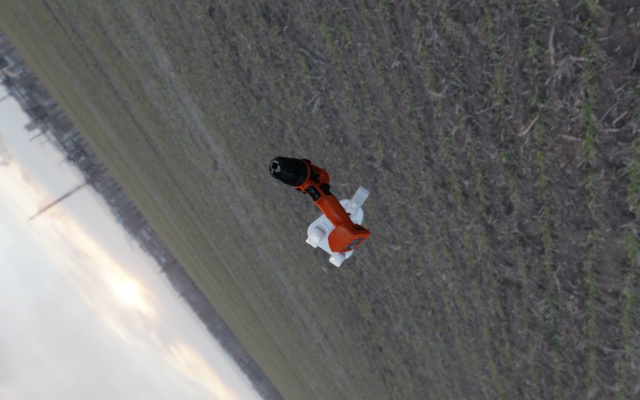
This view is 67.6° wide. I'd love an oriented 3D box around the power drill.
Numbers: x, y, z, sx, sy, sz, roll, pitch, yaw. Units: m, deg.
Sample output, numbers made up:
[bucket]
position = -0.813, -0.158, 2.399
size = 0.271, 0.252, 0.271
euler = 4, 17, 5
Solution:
[power drill]
position = 0.000, 0.003, 0.851
size = 0.057, 0.187, 0.184
euler = -40, -20, 19
